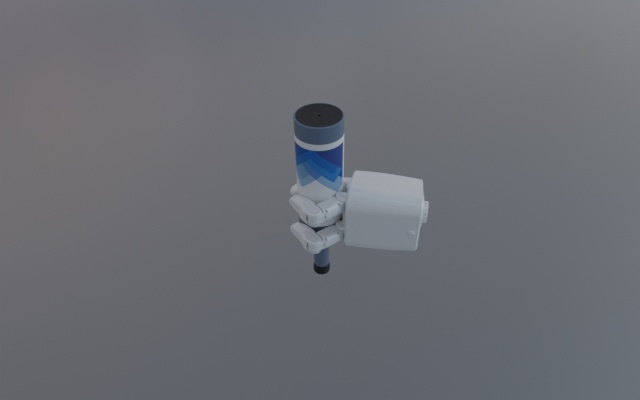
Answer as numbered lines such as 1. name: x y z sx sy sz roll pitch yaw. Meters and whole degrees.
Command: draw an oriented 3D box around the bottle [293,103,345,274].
1. bottle: 0.000 0.002 0.710 0.069 0.296 0.069 -1 40 1
